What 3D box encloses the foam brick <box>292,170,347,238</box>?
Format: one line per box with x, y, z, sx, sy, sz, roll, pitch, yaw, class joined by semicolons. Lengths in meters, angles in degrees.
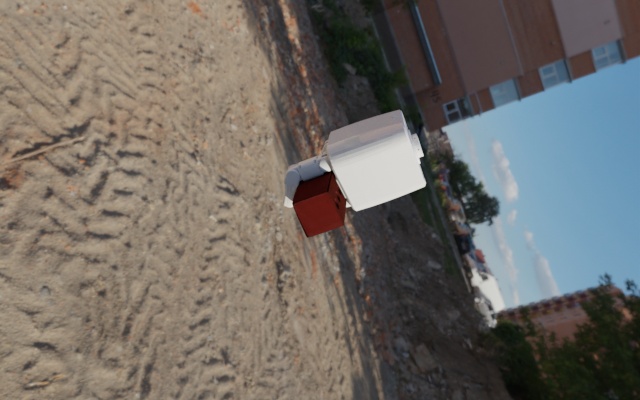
0.000;0.002;0.625;0.051;0.053;0.078;-18;23;14;foam brick
